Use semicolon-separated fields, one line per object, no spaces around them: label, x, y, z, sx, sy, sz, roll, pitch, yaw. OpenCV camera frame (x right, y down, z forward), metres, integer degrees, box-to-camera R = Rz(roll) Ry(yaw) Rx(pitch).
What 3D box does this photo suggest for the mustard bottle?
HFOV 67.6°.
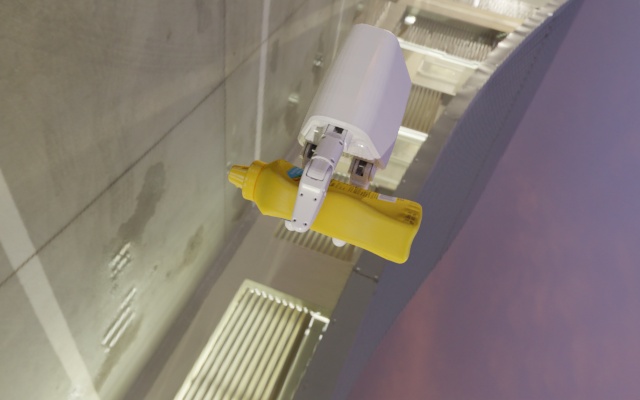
mustard bottle;0.000;0.002;0.469;0.191;0.058;0.096;19;13;8
